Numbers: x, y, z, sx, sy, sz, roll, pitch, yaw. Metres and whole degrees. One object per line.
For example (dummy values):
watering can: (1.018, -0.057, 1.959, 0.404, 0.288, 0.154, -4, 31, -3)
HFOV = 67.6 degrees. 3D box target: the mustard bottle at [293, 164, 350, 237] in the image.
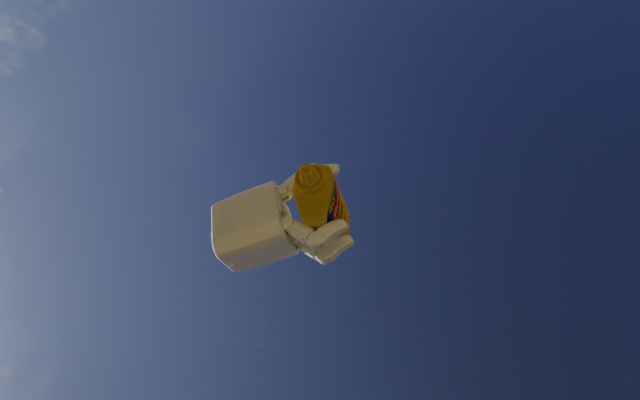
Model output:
mustard bottle: (0.001, 0.002, 0.700, 0.058, 0.096, 0.192, 2, -26, 15)
